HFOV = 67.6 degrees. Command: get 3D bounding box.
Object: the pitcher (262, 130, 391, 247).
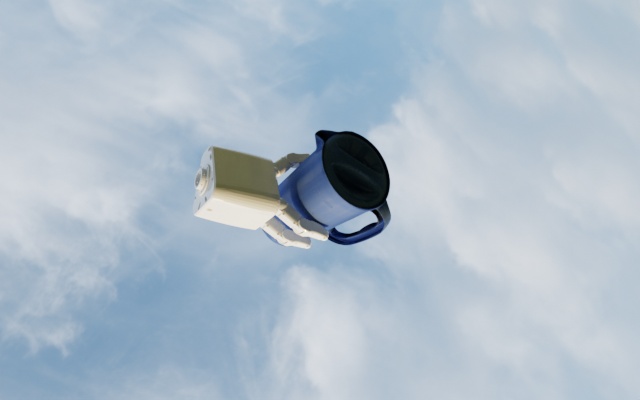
[{"bbox_3d":[0.000,0.003,0.815,0.145,0.149,0.243,12,-28,-32],"label":"pitcher"}]
